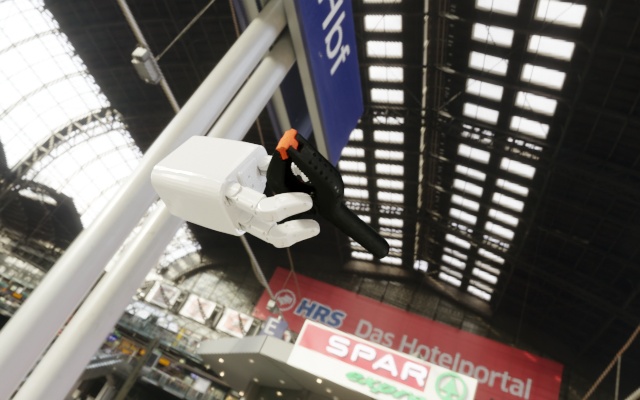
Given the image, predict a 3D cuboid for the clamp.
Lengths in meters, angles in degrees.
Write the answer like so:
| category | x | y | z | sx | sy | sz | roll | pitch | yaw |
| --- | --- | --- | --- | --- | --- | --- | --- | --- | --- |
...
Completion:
| category | x | y | z | sx | sy | sz | roll | pitch | yaw |
| --- | --- | --- | --- | --- | --- | --- | --- | --- | --- |
| clamp | 0.000 | 0.001 | 0.572 | 0.164 | 0.036 | 0.210 | 11 | -34 | 19 |
